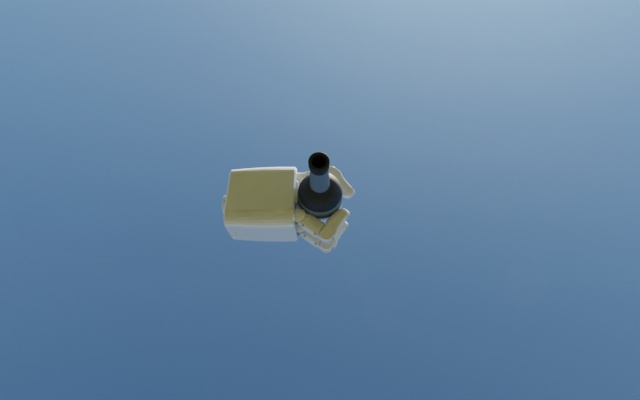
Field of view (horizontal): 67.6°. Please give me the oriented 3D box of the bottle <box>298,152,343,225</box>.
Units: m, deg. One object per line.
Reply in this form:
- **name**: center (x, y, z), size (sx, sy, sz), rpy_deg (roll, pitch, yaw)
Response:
- **bottle**: center (0.000, 0.003, 0.742), size (0.069, 0.069, 0.296), rpy_deg (0, -21, 1)
